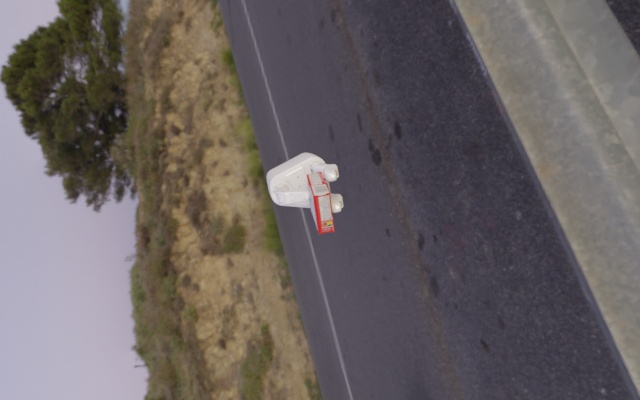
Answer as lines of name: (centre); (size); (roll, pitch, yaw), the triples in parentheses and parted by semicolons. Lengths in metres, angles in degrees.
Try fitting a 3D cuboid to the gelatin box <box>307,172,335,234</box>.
gelatin box: (0.000, 0.003, 0.801); (0.030, 0.073, 0.089); (-10, 27, -5)
